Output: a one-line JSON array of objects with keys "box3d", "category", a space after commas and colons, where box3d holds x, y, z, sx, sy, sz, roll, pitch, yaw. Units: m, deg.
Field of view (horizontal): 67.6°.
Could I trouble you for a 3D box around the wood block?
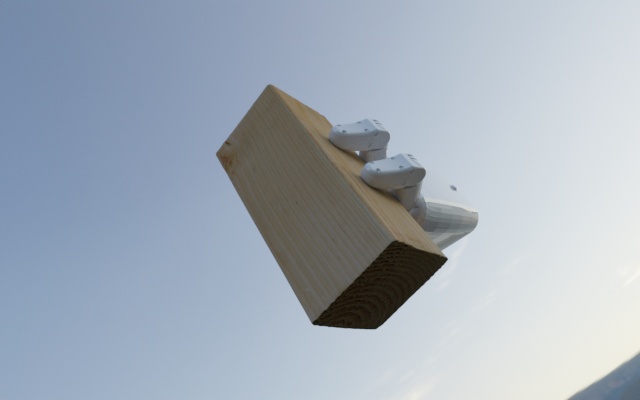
[{"box3d": [0.000, 0.002, 0.420, 0.090, 0.091, 0.206, 21, 26, -48], "category": "wood block"}]
